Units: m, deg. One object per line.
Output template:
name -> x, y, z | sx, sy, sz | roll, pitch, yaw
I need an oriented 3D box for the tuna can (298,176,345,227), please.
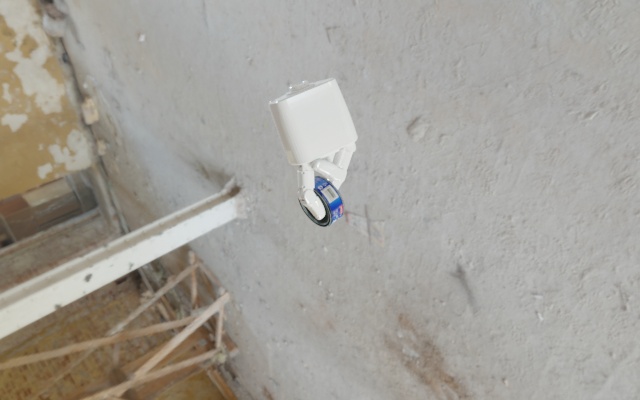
tuna can -> 0.000, 0.003, 0.823 | 0.033, 0.086, 0.086 | -35, 19, -30
